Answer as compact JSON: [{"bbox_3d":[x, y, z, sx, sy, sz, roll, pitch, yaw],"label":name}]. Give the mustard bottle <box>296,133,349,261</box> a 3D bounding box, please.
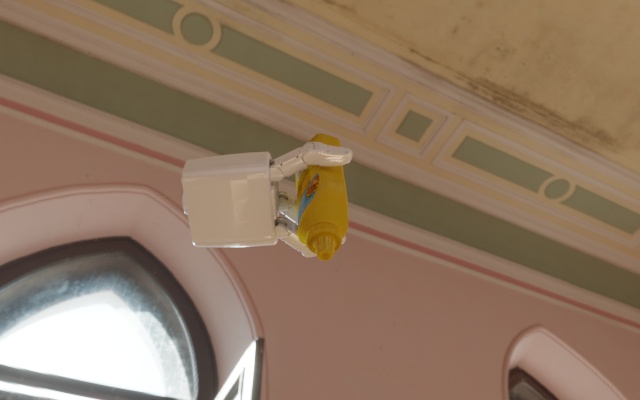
[{"bbox_3d":[0.000,0.002,0.601,0.058,0.096,0.191,16,35,-15],"label":"mustard bottle"}]
